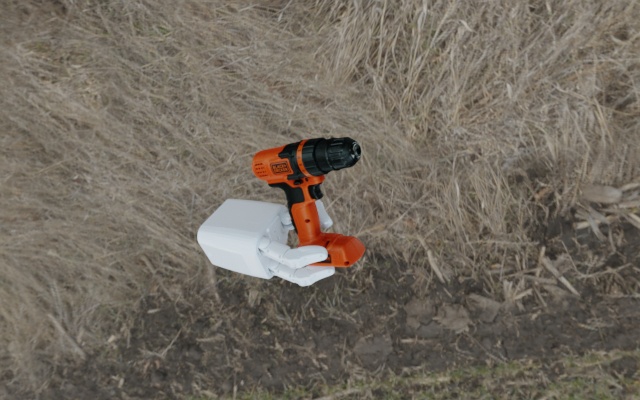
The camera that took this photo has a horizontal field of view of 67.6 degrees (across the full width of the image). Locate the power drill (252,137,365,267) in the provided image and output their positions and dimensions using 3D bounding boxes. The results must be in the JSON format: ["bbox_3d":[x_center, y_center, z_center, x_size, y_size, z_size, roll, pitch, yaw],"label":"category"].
[{"bbox_3d":[0.000,0.003,0.681,0.184,0.188,0.057,-3,23,41],"label":"power drill"}]
